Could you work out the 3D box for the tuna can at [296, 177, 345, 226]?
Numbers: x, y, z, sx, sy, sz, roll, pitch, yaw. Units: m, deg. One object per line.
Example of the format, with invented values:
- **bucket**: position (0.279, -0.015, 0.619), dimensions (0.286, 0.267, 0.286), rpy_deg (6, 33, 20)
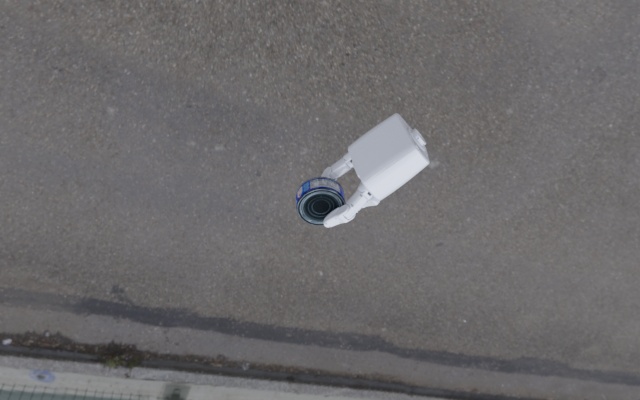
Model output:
- **tuna can**: position (0.000, 0.003, 0.828), dimensions (0.086, 0.086, 0.033), rpy_deg (0, 40, -5)
